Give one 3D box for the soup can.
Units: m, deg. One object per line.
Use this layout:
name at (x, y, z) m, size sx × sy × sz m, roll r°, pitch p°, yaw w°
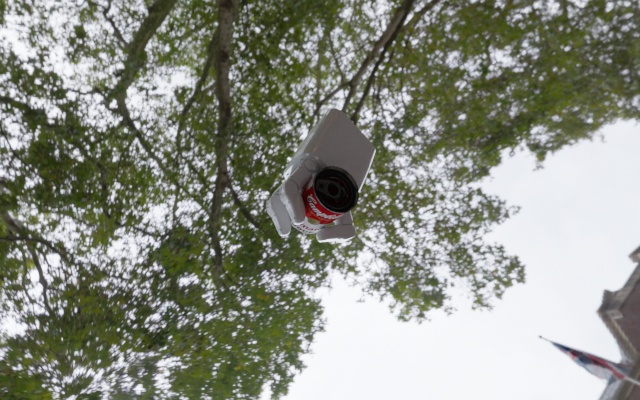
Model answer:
soup can at (0.000, 0.003, 0.678) m, size 0.068 × 0.068 × 0.102 m, roll 0°, pitch -20°, yaw -27°
